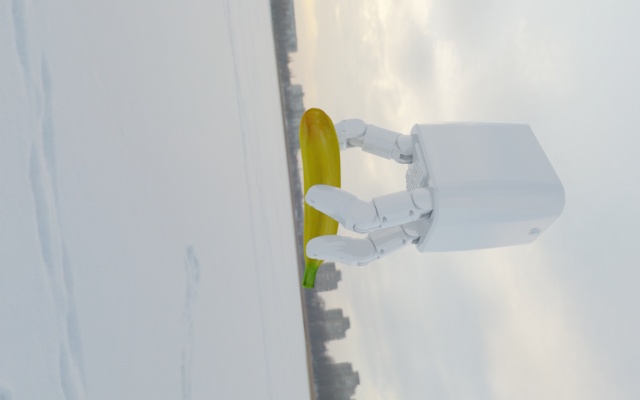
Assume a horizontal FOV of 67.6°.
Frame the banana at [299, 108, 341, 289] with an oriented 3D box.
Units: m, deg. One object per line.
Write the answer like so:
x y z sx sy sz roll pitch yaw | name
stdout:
0.001 -0.008 0.441 0.037 0.198 0.069 1 38 2 | banana
